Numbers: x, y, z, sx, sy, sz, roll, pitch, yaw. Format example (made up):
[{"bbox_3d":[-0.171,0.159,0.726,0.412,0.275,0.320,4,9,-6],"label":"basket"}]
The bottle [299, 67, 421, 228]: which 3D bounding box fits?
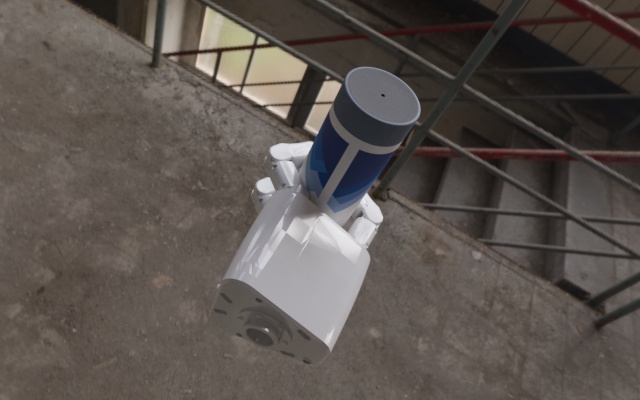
[{"bbox_3d":[0.000,0.001,0.486,0.069,0.069,0.296,0,-35,-24],"label":"bottle"}]
